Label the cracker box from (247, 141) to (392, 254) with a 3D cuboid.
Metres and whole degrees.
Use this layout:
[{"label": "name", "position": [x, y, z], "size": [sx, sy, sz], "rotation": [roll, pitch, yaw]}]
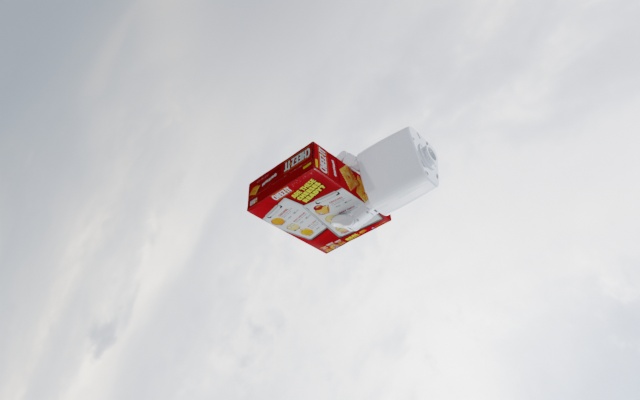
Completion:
[{"label": "cracker box", "position": [0.000, 0.003, 0.871], "size": [0.164, 0.072, 0.214], "rotation": [-30, -45, 30]}]
